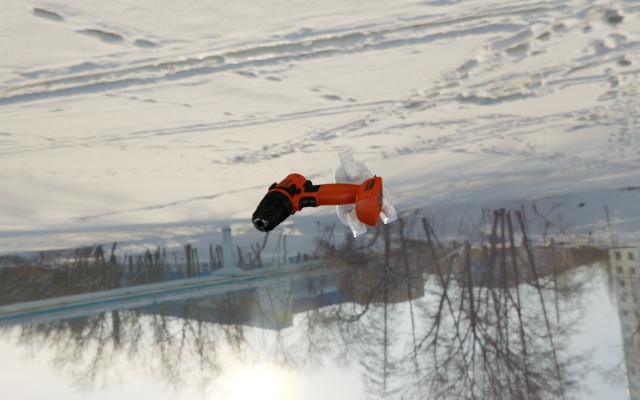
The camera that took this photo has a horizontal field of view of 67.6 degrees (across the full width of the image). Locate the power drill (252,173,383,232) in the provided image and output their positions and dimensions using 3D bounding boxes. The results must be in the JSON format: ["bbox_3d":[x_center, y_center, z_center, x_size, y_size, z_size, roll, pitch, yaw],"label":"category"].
[{"bbox_3d":[0.001,0.002,0.762,0.187,0.057,0.184,3,24,15],"label":"power drill"}]
